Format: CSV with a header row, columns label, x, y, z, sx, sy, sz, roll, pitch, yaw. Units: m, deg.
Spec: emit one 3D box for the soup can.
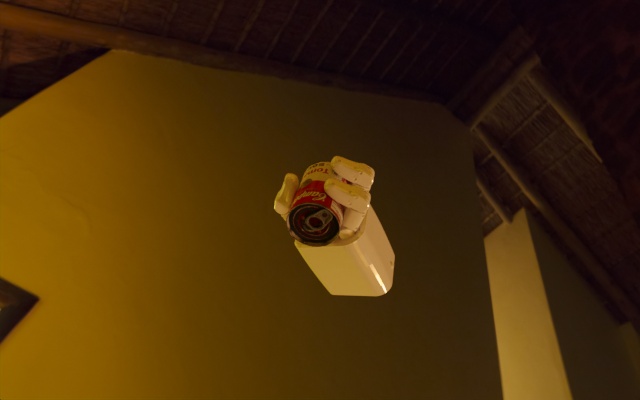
label,x,y,z,sx,sy,sz,roll,pitch,yaw
soup can,0.000,0.002,0.623,0.068,0.068,0.102,0,36,13
